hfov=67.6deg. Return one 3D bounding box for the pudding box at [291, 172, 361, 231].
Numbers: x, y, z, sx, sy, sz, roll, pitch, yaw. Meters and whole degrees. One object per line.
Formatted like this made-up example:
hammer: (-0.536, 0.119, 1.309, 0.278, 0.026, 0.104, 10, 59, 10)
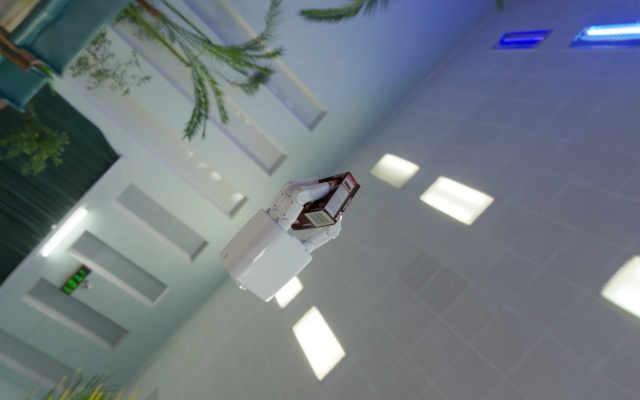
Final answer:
pudding box: (0.000, 0.003, 0.788, 0.113, 0.090, 0.039, -9, -52, 49)
